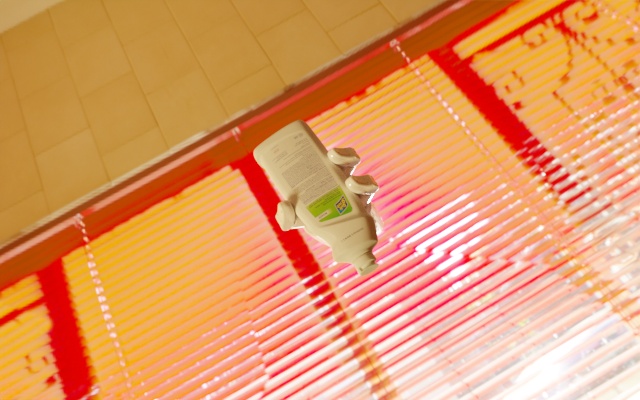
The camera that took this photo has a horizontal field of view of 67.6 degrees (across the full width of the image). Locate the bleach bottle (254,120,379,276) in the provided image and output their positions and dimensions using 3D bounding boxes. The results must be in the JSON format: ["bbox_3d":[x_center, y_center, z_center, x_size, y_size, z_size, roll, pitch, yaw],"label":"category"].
[{"bbox_3d":[0.000,0.002,0.694,0.102,0.250,0.068,-34,-26,5],"label":"bleach bottle"}]
